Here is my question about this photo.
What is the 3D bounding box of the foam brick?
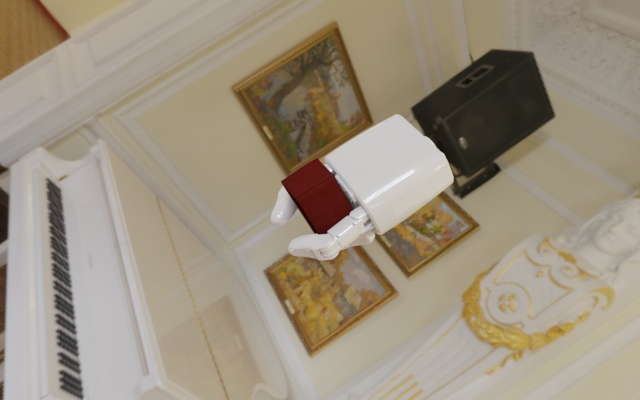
[{"bbox_3d":[0.000,0.002,0.541,0.051,0.078,0.053,-34,35,-3],"label":"foam brick"}]
